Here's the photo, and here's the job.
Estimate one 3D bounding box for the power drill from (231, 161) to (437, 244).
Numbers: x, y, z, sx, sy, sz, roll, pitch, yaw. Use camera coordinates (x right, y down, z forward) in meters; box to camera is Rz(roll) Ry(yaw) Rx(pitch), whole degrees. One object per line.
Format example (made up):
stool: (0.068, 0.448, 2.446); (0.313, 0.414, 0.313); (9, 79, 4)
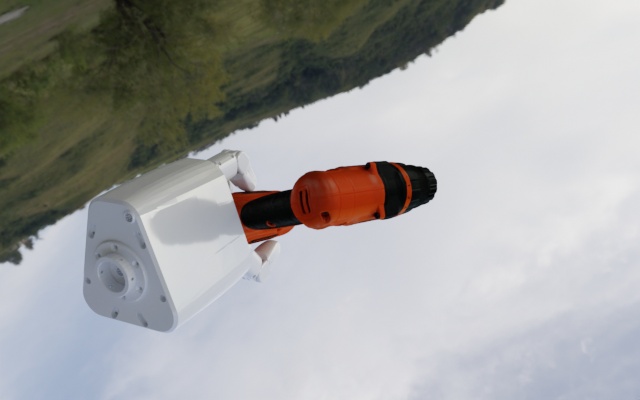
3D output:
power drill: (0.000, 0.002, 0.468); (0.188, 0.057, 0.184); (-14, -6, 42)
